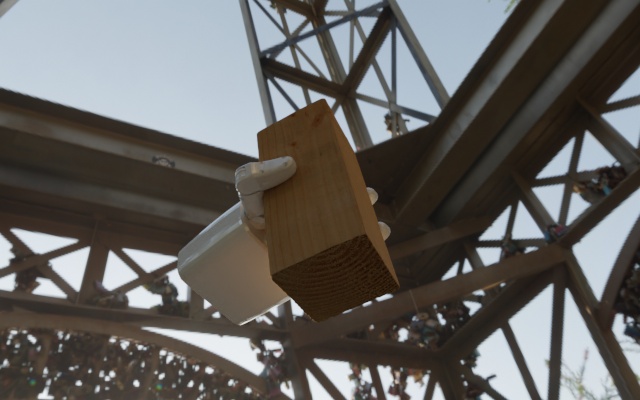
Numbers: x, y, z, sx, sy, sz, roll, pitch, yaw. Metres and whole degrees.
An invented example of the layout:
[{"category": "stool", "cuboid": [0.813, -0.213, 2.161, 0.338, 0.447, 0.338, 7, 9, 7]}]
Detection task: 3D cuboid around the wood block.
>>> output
[{"category": "wood block", "cuboid": [0.000, 0.001, 0.483, 0.090, 0.206, 0.091, -25, -47, 12]}]
